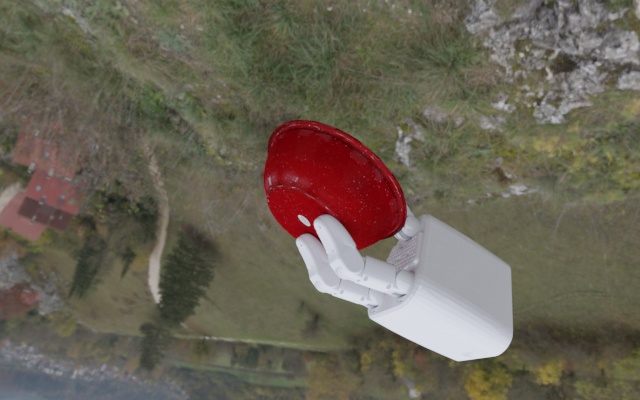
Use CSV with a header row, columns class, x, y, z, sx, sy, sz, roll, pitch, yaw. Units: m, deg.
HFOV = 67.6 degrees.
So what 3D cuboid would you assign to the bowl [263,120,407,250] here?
class,x,y,z,sx,sy,sz,roll,pitch,yaw
bowl,-0.001,0.001,0.469,0.162,0.162,0.055,0,43,47
